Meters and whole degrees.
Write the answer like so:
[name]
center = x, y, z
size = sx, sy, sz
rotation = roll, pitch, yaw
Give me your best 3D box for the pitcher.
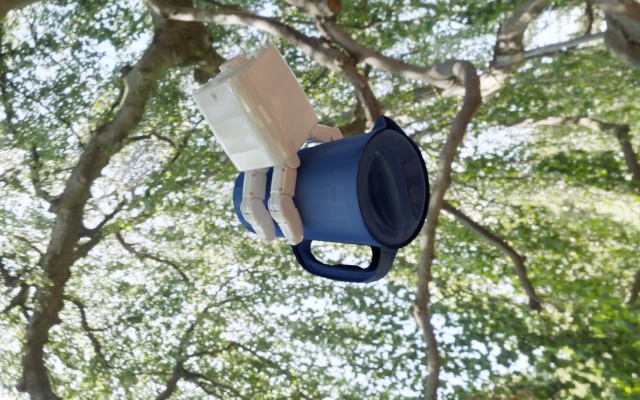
[pitcher]
center = 0.000, 0.002, 0.592
size = 0.243, 0.145, 0.149
rotation = -4, 36, 45
